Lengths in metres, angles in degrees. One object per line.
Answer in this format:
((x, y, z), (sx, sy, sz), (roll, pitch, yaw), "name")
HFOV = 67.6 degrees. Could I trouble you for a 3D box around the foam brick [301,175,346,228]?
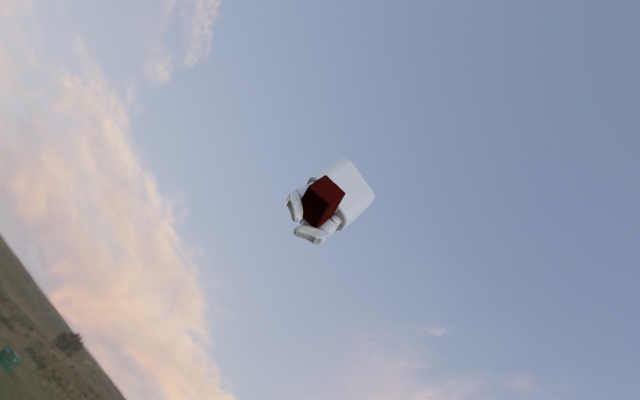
((0.000, 0.003, 0.866), (0.051, 0.053, 0.078), (-35, -17, -39), "foam brick")
